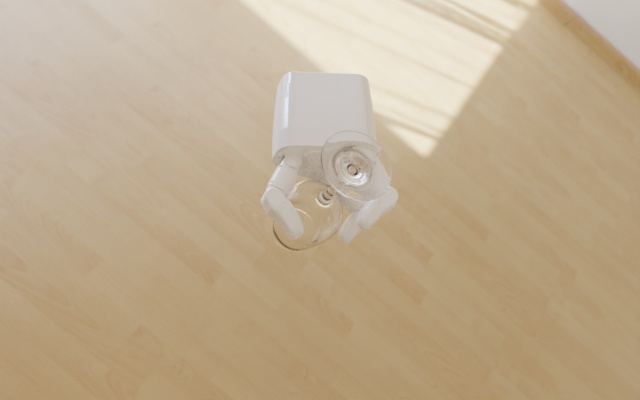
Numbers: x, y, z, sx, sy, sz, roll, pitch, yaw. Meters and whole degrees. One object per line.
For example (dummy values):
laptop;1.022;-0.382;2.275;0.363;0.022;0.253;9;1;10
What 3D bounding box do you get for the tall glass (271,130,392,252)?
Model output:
tall glass;0.000;0.002;0.538;0.079;0.079;0.201;0;-22;-22
